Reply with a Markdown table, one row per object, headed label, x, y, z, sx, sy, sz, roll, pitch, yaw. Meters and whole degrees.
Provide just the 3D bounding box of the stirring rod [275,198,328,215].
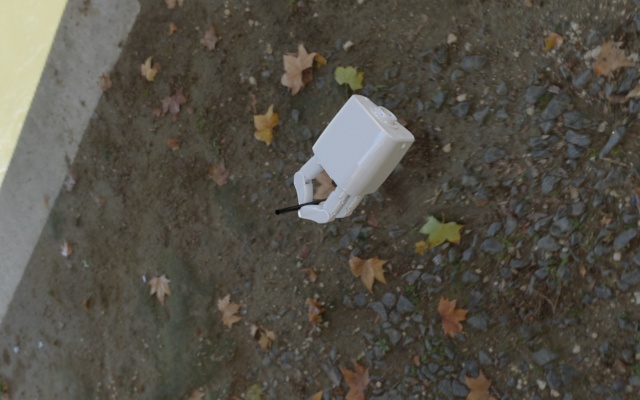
| label | x | y | z | sx | sy | sz | roll | pitch | yaw |
| --- | --- | --- | --- | --- | --- | --- | --- | --- | --- |
| stirring rod | 0.000 | 0.002 | 0.789 | 0.011 | 0.011 | 0.239 | 0 | 7 | 32 |
